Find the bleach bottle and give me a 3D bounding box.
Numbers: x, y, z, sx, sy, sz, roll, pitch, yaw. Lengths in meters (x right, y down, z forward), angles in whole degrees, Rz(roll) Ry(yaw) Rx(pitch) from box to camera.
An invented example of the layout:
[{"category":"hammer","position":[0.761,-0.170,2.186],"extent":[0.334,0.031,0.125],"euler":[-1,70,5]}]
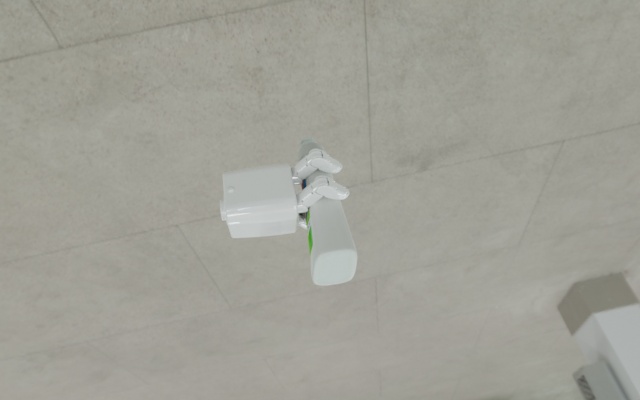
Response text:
[{"category":"bleach bottle","position":[0.000,0.002,0.771],"extent":[0.068,0.250,0.103],"euler":[-7,-37,-8]}]
